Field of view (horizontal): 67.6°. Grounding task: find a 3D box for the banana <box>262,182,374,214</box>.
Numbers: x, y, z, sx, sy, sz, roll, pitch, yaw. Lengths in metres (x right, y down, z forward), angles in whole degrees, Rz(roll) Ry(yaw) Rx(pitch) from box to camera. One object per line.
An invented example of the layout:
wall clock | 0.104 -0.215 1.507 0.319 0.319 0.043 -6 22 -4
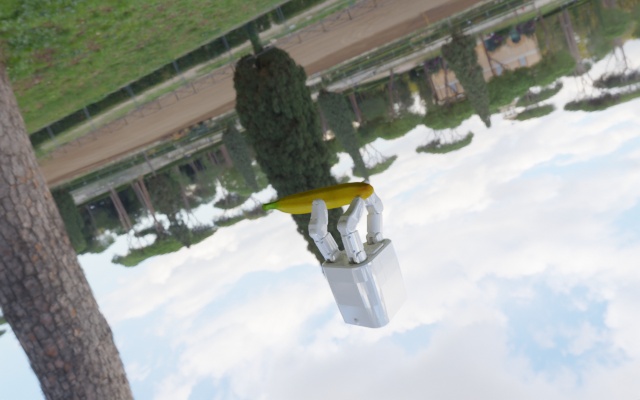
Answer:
banana | 0.005 -0.001 0.777 0.198 0.037 0.069 -12 8 27
